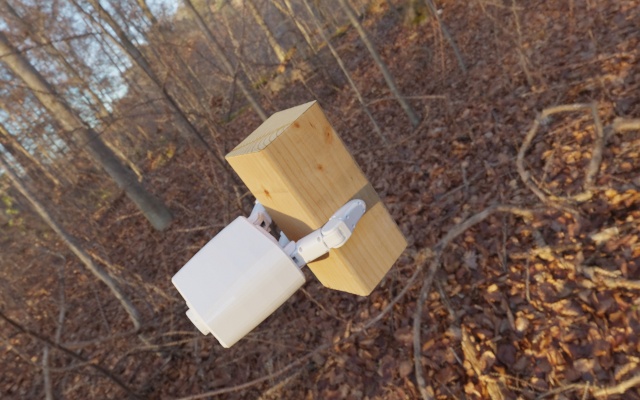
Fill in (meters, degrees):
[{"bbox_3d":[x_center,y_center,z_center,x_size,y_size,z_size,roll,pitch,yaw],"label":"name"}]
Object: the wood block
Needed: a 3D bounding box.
[{"bbox_3d":[0.000,0.002,0.551,0.090,0.206,0.091,-47,25,-26],"label":"wood block"}]
